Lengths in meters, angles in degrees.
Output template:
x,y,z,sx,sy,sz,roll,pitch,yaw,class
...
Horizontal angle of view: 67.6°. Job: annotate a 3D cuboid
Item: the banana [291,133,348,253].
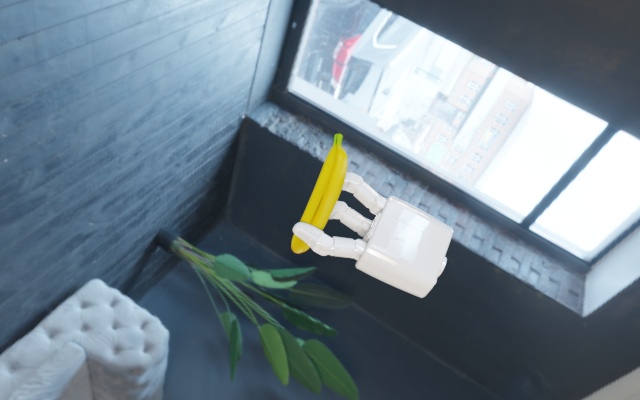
x,y,z,sx,sy,sz,roll,pitch,yaw,class
0.000,0.006,0.682,0.037,0.198,0.069,22,20,-3,banana
